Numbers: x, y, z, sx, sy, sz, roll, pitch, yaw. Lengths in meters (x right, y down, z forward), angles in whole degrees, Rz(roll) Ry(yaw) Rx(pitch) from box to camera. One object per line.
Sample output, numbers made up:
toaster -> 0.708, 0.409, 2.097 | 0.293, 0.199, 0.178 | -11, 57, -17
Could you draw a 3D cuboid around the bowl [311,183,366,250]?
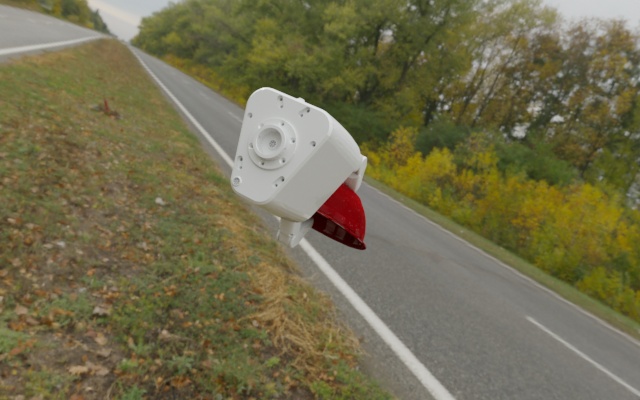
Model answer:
bowl -> 0.000, 0.002, 0.625 | 0.162, 0.055, 0.162 | 29, -11, 6
